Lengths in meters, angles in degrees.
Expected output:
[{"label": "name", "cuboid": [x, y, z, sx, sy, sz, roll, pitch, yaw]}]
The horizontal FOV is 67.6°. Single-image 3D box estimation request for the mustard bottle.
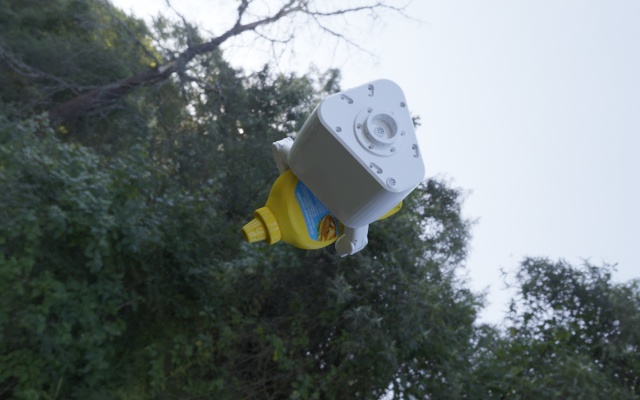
[{"label": "mustard bottle", "cuboid": [0.000, 0.002, 0.547, 0.191, 0.096, 0.058, -24, 15, -23]}]
